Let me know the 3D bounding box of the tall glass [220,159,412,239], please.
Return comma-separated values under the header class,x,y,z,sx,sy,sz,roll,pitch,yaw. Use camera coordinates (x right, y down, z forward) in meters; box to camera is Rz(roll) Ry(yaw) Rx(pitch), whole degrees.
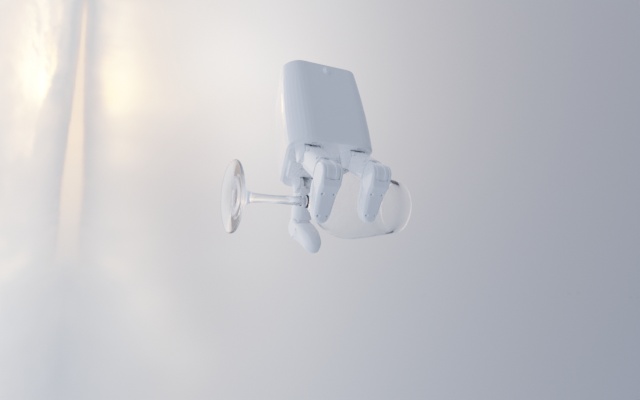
class,x,y,z,sx,sy,sz,roll,pitch,yaw
tall glass,-0.001,0.002,0.516,0.201,0.079,0.079,4,-2,-27
